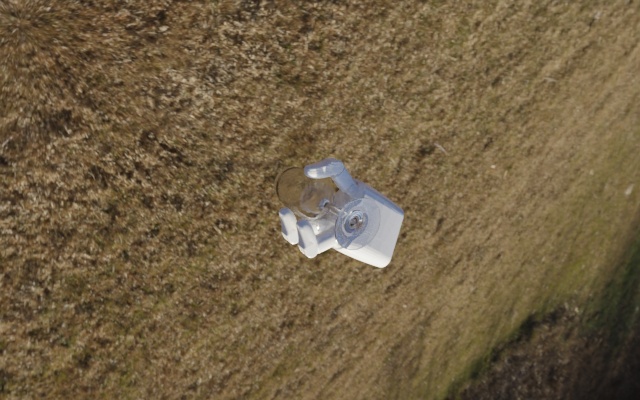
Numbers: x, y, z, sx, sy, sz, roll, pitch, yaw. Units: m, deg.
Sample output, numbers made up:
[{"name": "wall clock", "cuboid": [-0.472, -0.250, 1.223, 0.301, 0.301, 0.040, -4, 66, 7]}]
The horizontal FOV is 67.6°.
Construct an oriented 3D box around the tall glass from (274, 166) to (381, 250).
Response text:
[{"name": "tall glass", "cuboid": [0.000, 0.002, 0.713, 0.079, 0.079, 0.201, 0, 18, -32]}]
